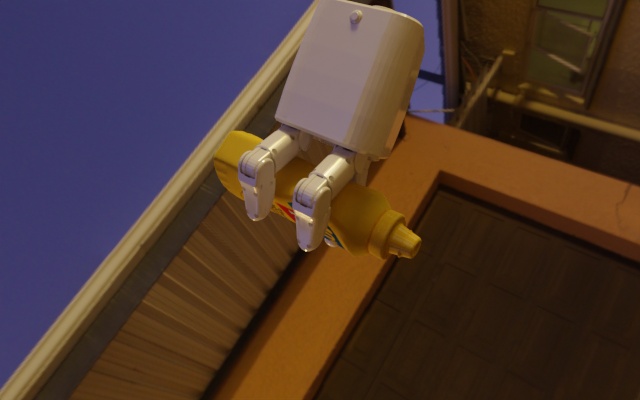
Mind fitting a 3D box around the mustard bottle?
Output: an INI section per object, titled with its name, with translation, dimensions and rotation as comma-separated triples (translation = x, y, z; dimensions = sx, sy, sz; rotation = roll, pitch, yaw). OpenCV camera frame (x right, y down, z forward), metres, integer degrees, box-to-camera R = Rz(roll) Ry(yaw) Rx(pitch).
[mustard bottle]
translation = 0.000, 0.002, 0.424
dimensions = 0.191, 0.058, 0.096
rotation = 25, -14, 27
